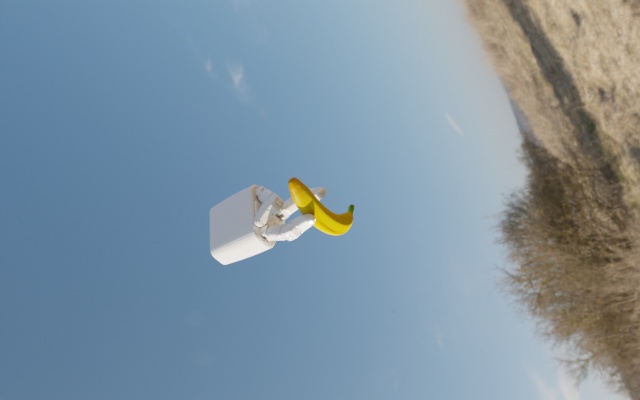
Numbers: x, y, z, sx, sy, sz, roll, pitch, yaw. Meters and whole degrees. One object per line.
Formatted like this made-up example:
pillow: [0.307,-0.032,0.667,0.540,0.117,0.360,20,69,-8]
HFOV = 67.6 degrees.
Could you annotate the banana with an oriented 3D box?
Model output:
banana: [0.006,0.020,0.812,0.037,0.069,0.198,-24,-26,24]
